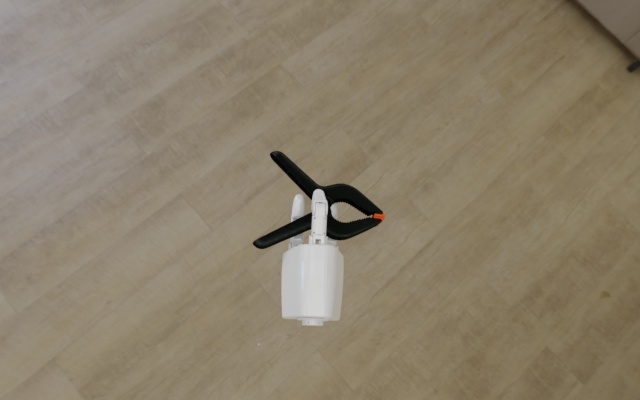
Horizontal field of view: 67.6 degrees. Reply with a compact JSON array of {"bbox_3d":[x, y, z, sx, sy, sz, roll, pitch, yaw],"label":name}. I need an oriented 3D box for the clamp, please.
[{"bbox_3d":[0.001,0.003,0.778,0.210,0.164,0.036,4,-15,-6],"label":"clamp"}]
